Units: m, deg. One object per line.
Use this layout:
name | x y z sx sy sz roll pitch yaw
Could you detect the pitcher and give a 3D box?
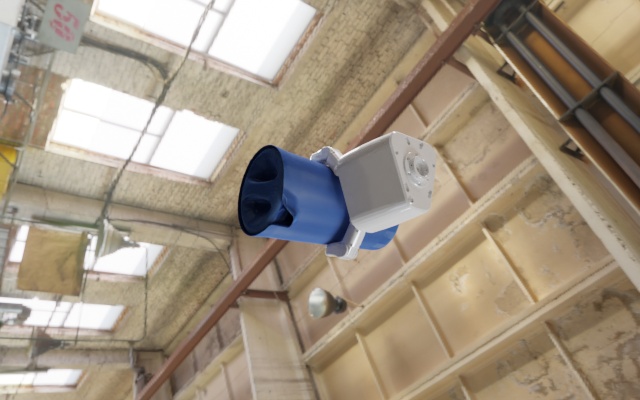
pitcher | 0.000 0.002 0.749 0.243 0.149 0.145 14 -25 -34
